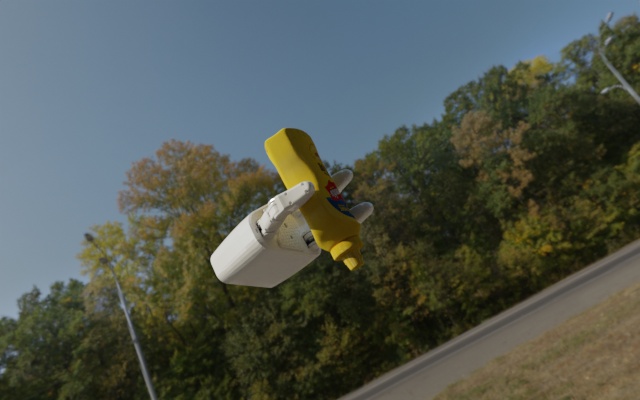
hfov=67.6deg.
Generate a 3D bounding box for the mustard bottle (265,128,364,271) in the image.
[{"bbox_3d":[0.000,0.002,0.606,0.058,0.191,0.096,-33,-19,11],"label":"mustard bottle"}]
